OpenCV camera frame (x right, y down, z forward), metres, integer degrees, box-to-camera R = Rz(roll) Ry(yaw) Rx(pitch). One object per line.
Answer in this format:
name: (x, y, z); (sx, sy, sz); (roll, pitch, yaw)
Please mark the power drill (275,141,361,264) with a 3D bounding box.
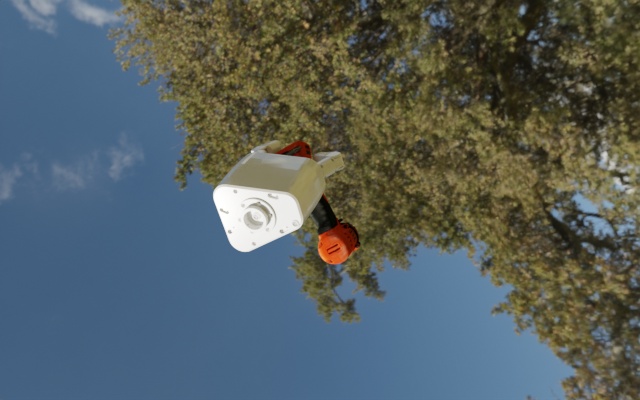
power drill: (0.000, 0.002, 0.735); (0.057, 0.187, 0.184); (-31, -2, 8)
